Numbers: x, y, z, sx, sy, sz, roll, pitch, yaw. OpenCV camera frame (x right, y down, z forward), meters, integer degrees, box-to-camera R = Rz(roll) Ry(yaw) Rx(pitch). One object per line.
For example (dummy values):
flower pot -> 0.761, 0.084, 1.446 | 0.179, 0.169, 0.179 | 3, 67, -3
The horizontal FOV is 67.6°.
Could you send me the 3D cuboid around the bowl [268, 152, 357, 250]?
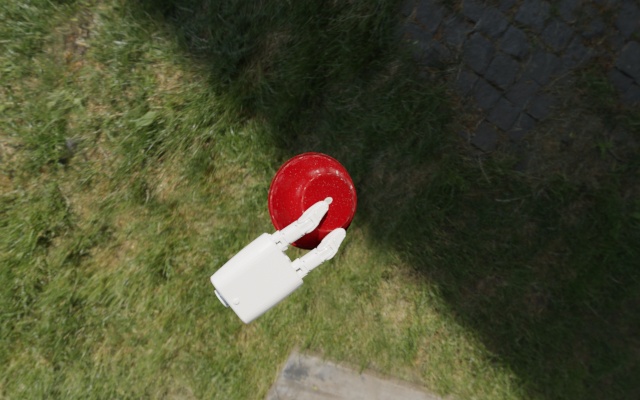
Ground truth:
bowl -> 0.001, 0.001, 0.767 | 0.162, 0.162, 0.055 | 0, 2, -27
